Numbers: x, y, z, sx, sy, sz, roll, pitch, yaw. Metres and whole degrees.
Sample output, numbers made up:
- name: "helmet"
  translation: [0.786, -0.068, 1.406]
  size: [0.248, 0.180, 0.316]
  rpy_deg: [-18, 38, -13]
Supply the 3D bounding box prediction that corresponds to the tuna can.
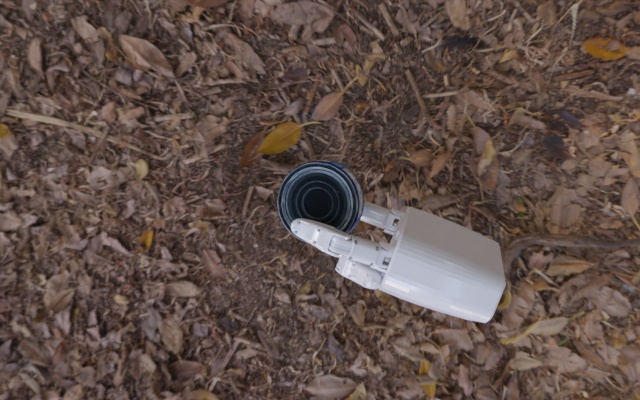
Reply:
- name: "tuna can"
  translation: [0.000, 0.002, 0.487]
  size: [0.086, 0.086, 0.034]
  rpy_deg: [0, 6, 14]
